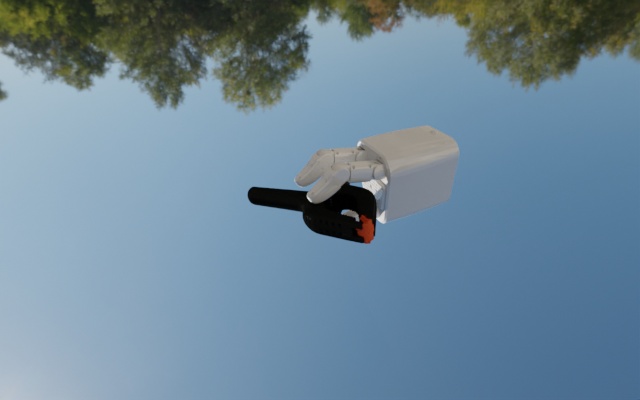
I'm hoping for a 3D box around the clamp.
[{"bbox_3d":[0.001,0.003,0.620,0.164,0.036,0.210,-19,29,-12],"label":"clamp"}]
